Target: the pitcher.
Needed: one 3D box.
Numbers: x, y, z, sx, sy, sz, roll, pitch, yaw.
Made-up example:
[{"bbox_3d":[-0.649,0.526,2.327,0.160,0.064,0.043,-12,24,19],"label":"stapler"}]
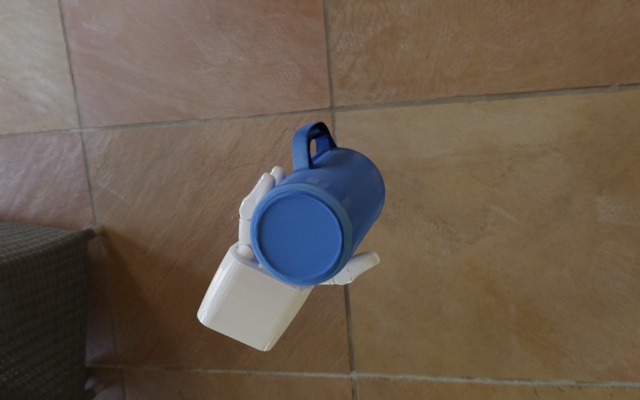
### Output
[{"bbox_3d":[0.000,0.002,0.580,0.149,0.145,0.242,33,16,4],"label":"pitcher"}]
